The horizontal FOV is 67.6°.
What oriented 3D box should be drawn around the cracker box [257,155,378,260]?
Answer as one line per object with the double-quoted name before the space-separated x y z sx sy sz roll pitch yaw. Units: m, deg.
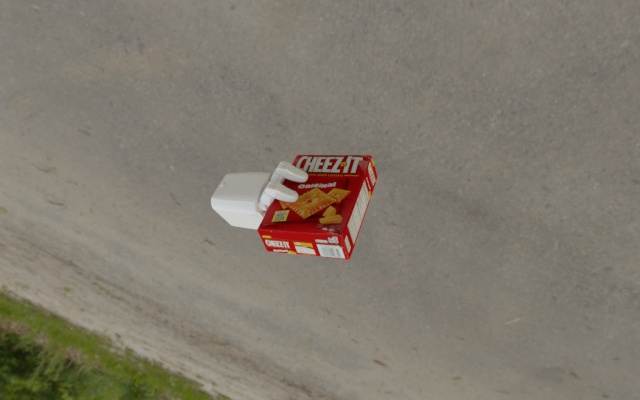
"cracker box" 0.000 0.003 0.896 0.164 0.072 0.213 3 46 22
